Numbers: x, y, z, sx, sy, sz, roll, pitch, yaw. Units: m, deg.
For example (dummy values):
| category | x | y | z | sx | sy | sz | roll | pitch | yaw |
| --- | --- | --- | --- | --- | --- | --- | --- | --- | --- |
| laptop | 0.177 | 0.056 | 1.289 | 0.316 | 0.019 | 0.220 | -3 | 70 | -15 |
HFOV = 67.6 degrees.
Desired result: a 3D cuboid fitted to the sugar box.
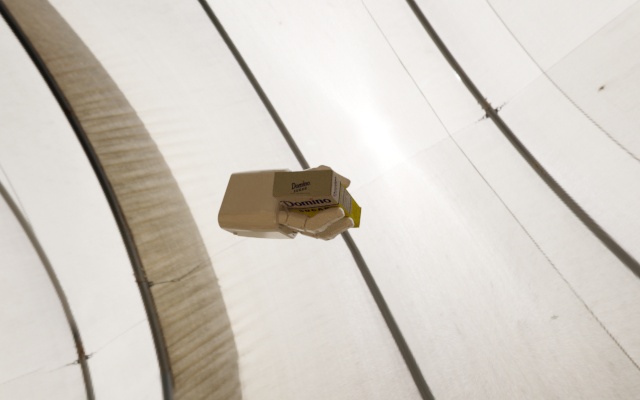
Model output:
| category | x | y | z | sx | sy | sz | roll | pitch | yaw |
| --- | --- | --- | --- | --- | --- | --- | --- | --- | --- |
| sugar box | 0.000 | 0.003 | 0.761 | 0.093 | 0.048 | 0.176 | -1 | -16 | 19 |
